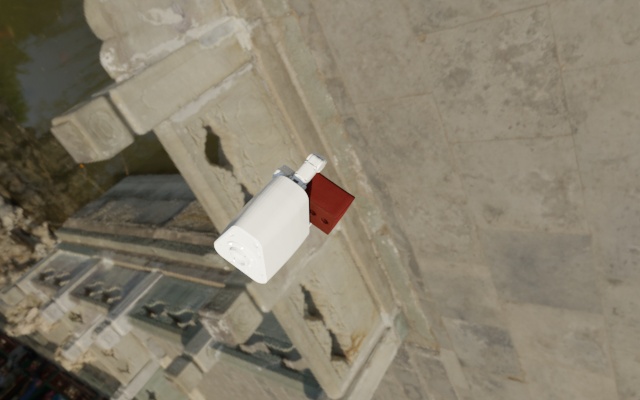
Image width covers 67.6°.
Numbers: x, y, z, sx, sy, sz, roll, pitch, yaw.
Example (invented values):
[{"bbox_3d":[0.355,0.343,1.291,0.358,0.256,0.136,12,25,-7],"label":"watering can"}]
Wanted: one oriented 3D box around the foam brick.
[{"bbox_3d":[0.000,0.002,0.704,0.078,0.051,0.053,35,-35,7],"label":"foam brick"}]
